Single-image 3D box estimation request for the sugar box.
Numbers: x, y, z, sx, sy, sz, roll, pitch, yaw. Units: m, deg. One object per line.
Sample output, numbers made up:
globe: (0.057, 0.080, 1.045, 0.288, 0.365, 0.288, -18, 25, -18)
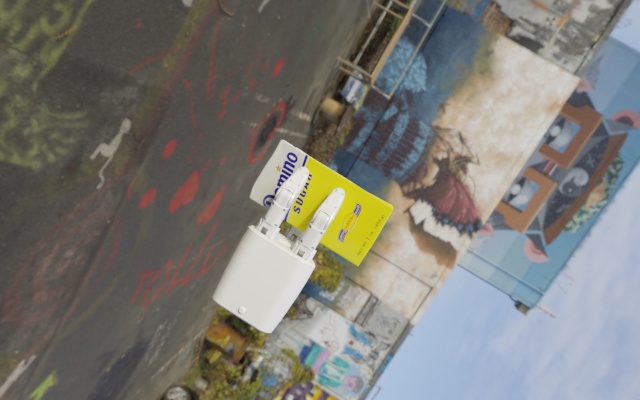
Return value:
sugar box: (0.000, 0.002, 0.644, 0.176, 0.093, 0.048, 31, 4, 4)
